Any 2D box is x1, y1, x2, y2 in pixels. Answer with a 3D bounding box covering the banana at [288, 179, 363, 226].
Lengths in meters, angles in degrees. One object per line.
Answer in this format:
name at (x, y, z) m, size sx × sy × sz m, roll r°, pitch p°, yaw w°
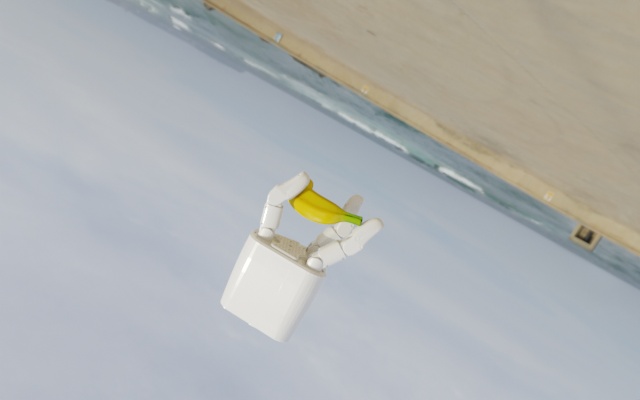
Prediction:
banana at (-0.014, -0.003, 0.660) m, size 0.069 × 0.037 × 0.197 m, roll 20°, pitch 10°, yaw -26°
